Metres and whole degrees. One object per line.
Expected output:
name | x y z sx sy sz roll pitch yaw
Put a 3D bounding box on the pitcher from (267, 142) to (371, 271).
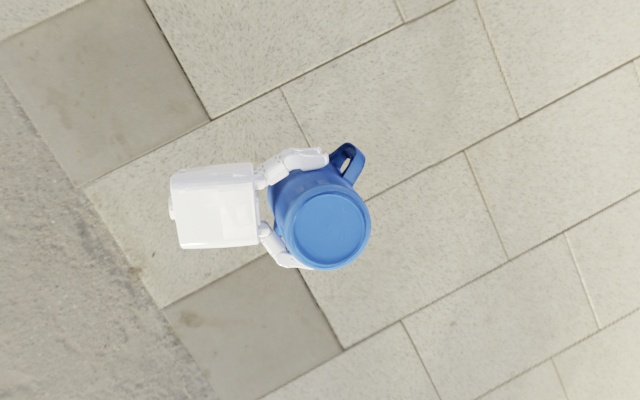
pitcher | 0.000 0.002 0.677 0.145 0.149 0.242 -5 12 -7
